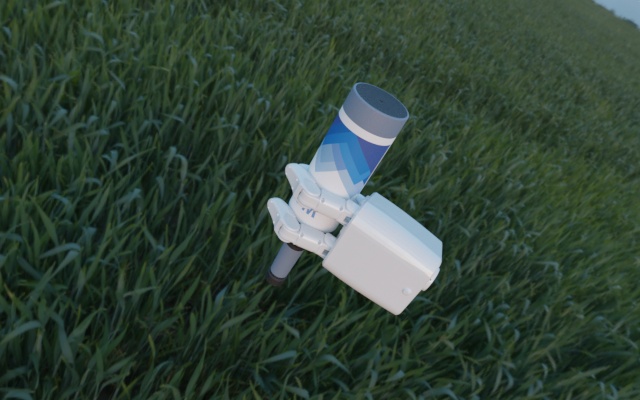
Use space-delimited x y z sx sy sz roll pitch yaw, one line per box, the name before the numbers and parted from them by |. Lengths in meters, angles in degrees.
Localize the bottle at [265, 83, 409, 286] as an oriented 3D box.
bottle | 0.000 0.002 0.577 0.069 0.296 0.069 21 34 -15
